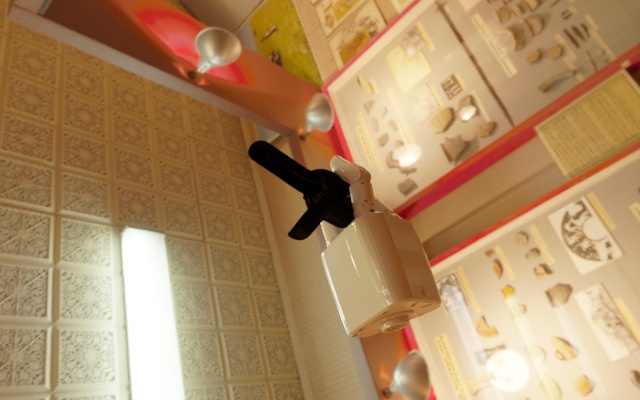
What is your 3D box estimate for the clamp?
[{"bbox_3d":[0.000,0.002,0.533,0.039,0.120,0.171,-37,-34,31],"label":"clamp"}]
